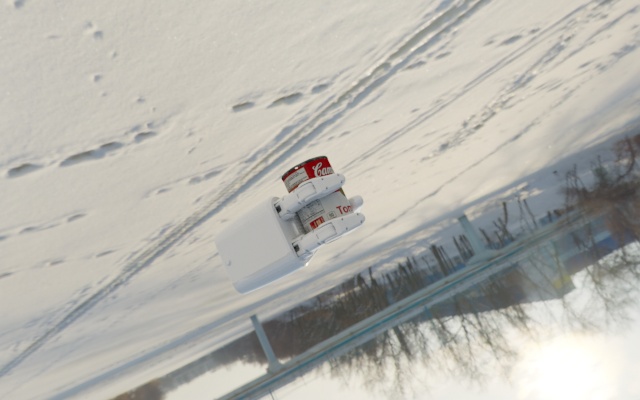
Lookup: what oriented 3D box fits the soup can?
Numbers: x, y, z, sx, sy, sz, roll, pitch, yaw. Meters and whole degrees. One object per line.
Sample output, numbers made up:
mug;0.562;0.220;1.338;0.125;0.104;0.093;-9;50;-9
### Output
soup can;0.001;0.002;0.623;0.068;0.102;0.068;-25;-10;-5
